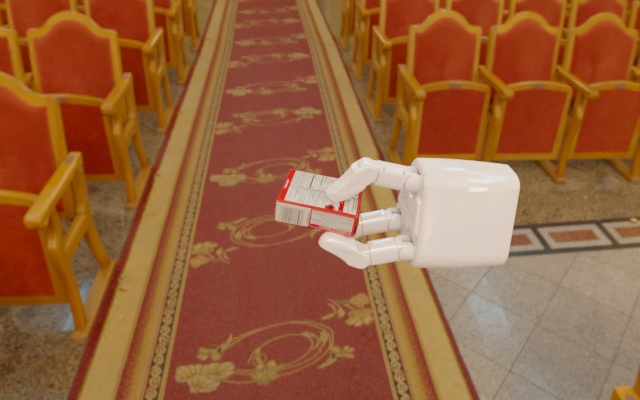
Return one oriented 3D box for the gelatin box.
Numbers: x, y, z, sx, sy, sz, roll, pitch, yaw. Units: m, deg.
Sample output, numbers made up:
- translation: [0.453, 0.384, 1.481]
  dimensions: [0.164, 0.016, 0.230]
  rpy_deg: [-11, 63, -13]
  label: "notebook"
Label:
- translation: [0.000, 0.001, 0.526]
  dimensions: [0.089, 0.030, 0.073]
  rpy_deg: [12, 32, 2]
  label: "gelatin box"
